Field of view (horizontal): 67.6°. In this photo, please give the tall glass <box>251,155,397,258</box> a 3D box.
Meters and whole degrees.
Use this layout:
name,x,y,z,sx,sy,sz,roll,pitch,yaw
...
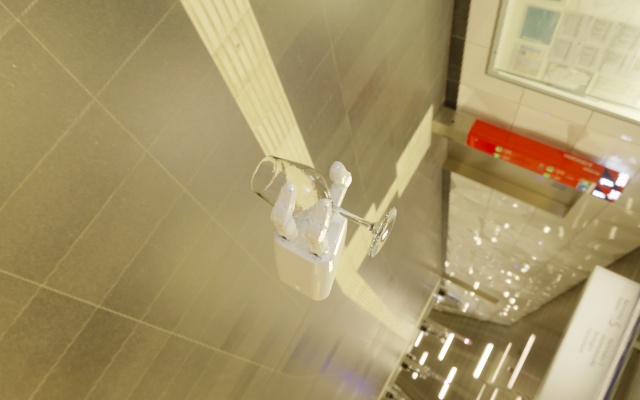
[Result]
name,x,y,z,sx,sy,sz,roll,pitch,yaw
tall glass,0.001,0.002,0.669,0.201,0.079,0.079,26,10,21
